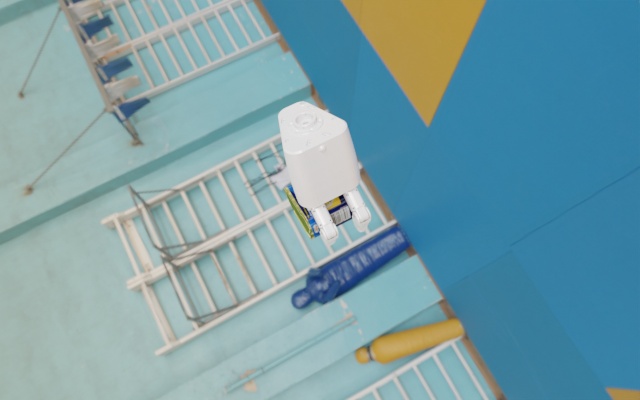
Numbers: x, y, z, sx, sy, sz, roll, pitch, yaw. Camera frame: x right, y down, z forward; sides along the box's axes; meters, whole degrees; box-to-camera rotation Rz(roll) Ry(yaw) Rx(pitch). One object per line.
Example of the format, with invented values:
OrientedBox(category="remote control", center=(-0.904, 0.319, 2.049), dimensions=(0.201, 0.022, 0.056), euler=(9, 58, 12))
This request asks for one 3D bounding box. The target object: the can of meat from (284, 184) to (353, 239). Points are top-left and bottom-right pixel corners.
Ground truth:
OrientedBox(category="can of meat", center=(0.000, 0.003, 0.756), dimensions=(0.084, 0.102, 0.057), euler=(-26, -40, -10))
